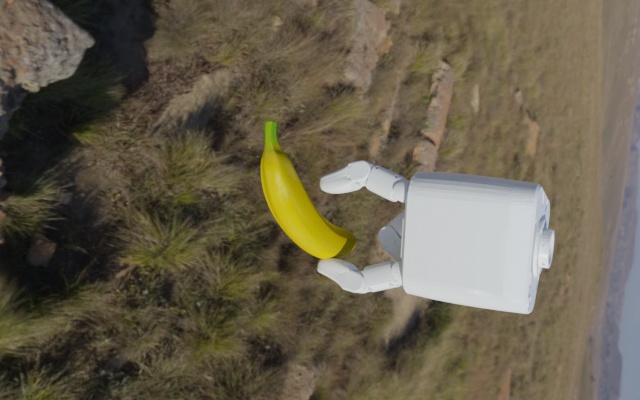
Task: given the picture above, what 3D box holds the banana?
[{"bbox_3d":[-0.008,0.014,0.465,0.037,0.069,0.198,6,-33,32],"label":"banana"}]
